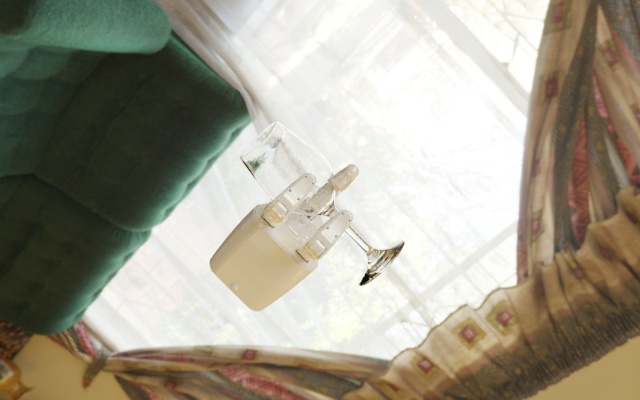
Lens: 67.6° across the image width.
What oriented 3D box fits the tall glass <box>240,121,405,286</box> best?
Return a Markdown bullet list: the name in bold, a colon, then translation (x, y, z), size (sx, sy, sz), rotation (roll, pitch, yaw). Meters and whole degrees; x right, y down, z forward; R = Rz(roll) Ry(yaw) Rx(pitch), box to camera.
- **tall glass**: translation (0.001, 0.002, 0.547), size (0.079, 0.201, 0.079), rotation (-45, 2, 2)
